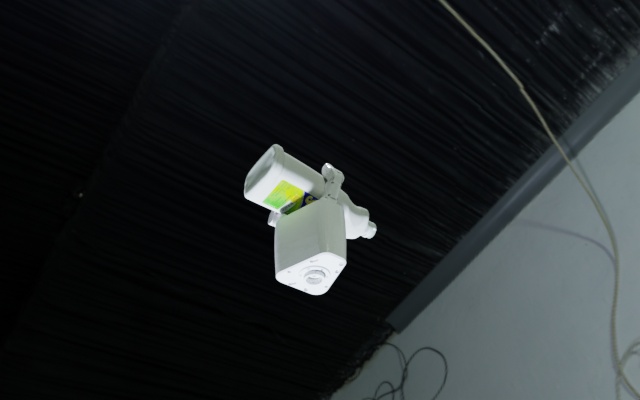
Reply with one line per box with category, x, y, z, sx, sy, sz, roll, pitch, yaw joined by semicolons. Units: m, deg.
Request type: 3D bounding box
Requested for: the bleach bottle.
bleach bottle;0.000;0.003;0.822;0.251;0.068;0.103;26;-50;-28
